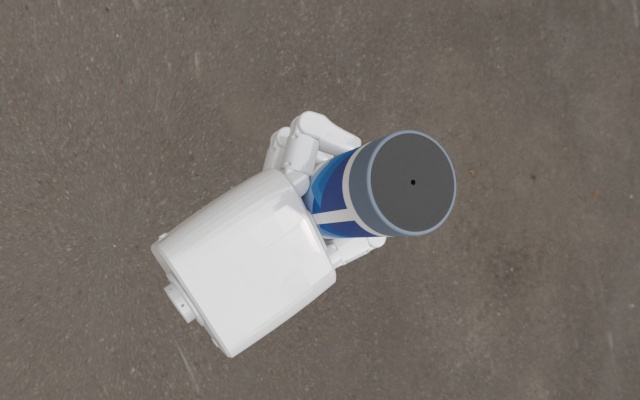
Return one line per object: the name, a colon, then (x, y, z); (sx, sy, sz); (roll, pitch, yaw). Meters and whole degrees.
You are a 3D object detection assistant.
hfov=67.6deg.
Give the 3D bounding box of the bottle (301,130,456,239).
bottle: (0.000, 0.001, 0.430); (0.069, 0.069, 0.296); (0, -5, -23)
